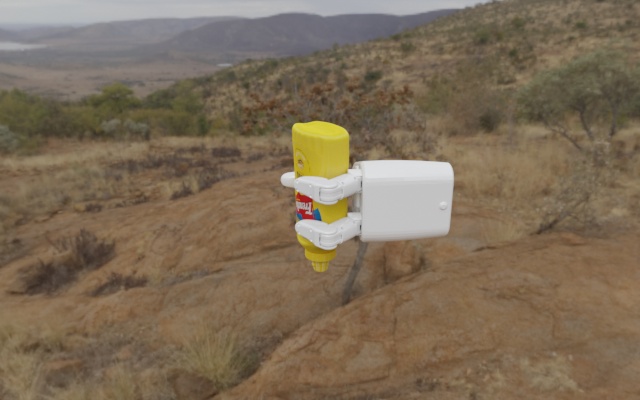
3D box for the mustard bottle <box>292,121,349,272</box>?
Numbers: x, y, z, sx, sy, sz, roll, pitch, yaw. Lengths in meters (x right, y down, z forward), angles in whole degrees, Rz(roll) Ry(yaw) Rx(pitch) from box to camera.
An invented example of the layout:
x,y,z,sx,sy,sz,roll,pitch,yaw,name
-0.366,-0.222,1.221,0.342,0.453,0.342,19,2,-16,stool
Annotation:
x,y,z,sx,sy,sz,roll,pitch,yaw,name
0.000,0.002,0.603,0.058,0.192,0.096,-11,23,-25,mustard bottle
